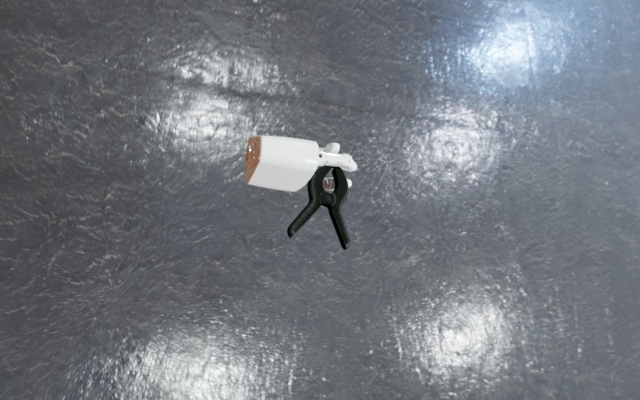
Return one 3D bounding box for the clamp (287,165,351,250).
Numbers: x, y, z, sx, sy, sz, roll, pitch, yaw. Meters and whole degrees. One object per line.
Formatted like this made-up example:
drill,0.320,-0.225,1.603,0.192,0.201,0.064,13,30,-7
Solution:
clamp,0.000,0.003,0.882,0.120,0.171,0.039,6,-13,-23
